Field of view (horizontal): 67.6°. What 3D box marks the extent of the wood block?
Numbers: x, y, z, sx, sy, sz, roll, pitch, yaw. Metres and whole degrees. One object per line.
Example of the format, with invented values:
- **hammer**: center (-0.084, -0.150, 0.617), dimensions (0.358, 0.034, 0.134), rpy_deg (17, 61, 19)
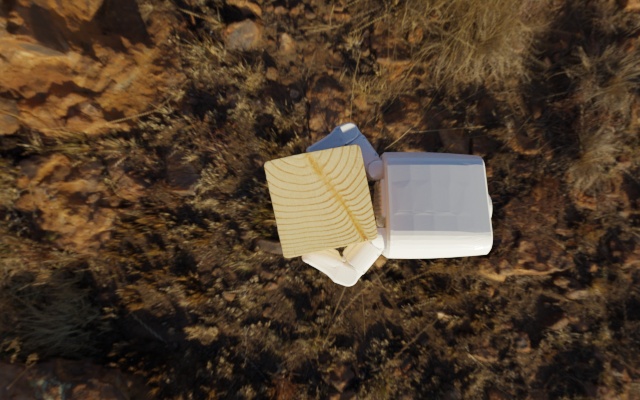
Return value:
- **wood block**: center (0.000, 0.001, 0.530), dimensions (0.090, 0.091, 0.206), rpy_deg (-11, -1, -1)
